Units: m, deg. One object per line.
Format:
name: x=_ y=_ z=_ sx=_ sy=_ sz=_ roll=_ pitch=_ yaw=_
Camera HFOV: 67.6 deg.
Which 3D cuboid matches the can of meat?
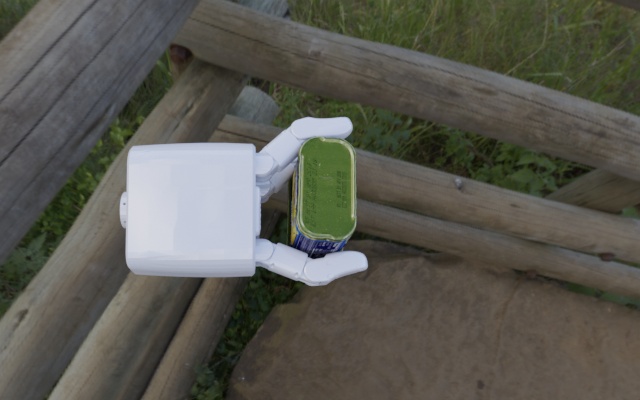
can of meat: x=0.000 y=0.001 z=0.448 sx=0.057 sy=0.102 sz=0.084 roll=3 pitch=-21 yaw=-7
